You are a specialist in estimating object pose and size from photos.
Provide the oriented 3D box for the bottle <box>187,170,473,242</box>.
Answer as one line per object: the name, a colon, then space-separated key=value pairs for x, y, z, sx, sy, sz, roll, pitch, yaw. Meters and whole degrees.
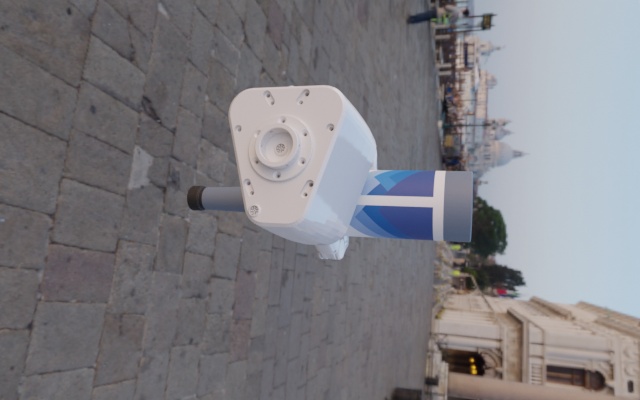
bottle: x=0.000 y=0.002 z=0.488 sx=0.296 sy=0.069 sz=0.069 roll=2 pitch=0 yaw=16
